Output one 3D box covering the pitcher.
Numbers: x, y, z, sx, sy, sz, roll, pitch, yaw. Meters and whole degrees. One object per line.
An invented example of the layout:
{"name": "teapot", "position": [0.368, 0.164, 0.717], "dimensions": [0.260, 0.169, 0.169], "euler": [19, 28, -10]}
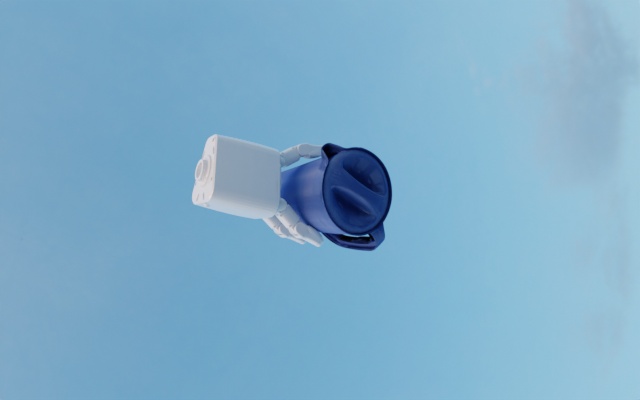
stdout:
{"name": "pitcher", "position": [0.000, 0.003, 0.807], "dimensions": [0.145, 0.149, 0.243], "euler": [12, -10, -31]}
